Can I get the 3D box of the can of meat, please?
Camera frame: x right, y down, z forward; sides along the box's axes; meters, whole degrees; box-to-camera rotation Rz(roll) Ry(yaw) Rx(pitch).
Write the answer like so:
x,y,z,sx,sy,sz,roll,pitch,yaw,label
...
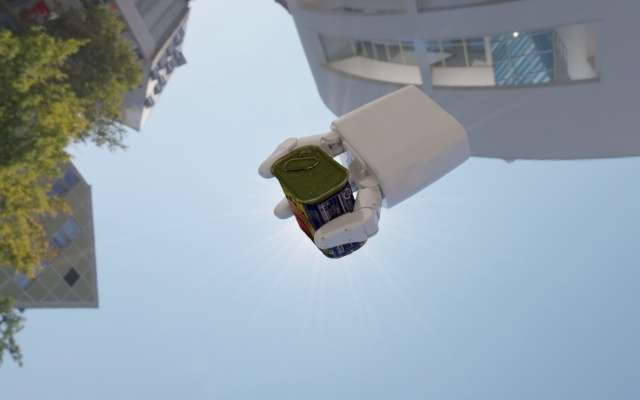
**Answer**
x,y,z,sx,sy,sz,roll,pitch,yaw,label
0.000,0.002,0.496,0.057,0.084,0.102,-31,35,-11,can of meat
